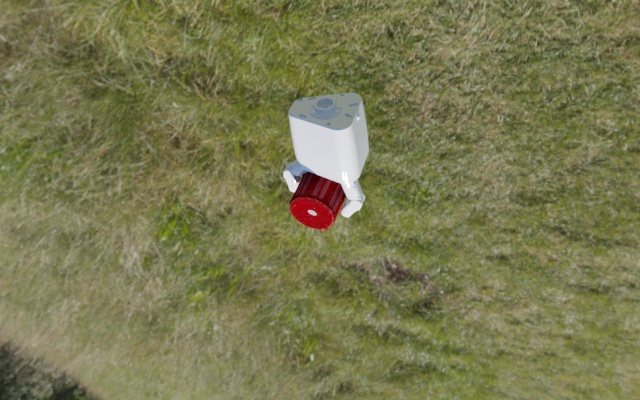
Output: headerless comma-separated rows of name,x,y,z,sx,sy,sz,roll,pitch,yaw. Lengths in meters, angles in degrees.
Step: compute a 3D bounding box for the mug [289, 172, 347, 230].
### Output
mug,0.000,0.004,0.818,0.093,0.081,0.117,7,-42,21
